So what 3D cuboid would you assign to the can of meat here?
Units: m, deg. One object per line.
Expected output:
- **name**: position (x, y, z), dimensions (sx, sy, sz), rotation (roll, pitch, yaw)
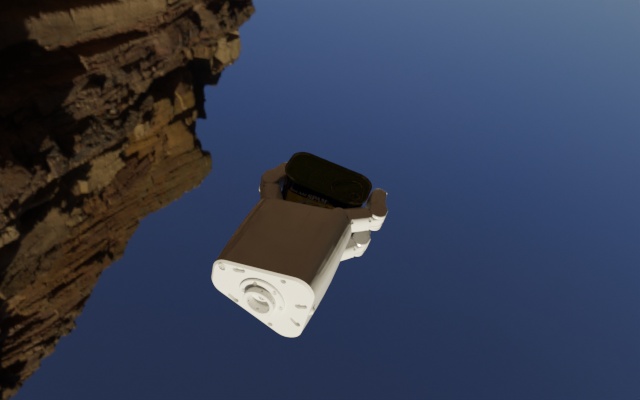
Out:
- **can of meat**: position (0.000, 0.002, 0.580), dimensions (0.102, 0.084, 0.057), rotation (22, 40, 4)
